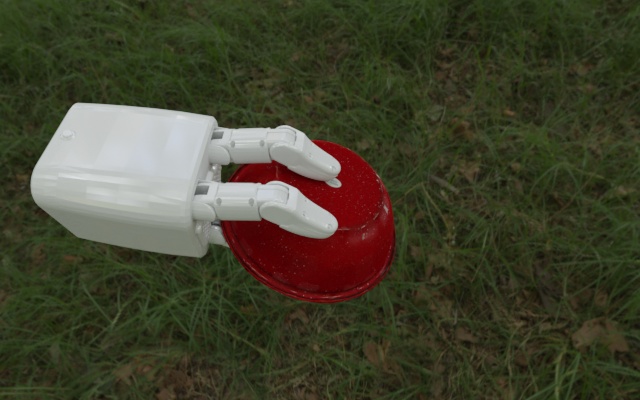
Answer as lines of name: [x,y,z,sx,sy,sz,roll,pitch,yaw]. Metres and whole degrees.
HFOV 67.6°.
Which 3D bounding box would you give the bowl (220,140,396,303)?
bowl: [0.001,0.001,0.403,0.162,0.162,0.055,0,-36,-22]
